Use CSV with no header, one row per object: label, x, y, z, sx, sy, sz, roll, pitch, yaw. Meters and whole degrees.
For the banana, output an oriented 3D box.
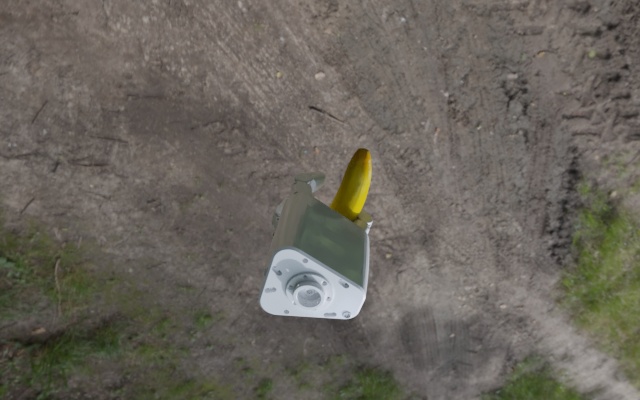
banana,0.010,0.018,0.623,0.198,0.069,0.037,-44,-7,29
